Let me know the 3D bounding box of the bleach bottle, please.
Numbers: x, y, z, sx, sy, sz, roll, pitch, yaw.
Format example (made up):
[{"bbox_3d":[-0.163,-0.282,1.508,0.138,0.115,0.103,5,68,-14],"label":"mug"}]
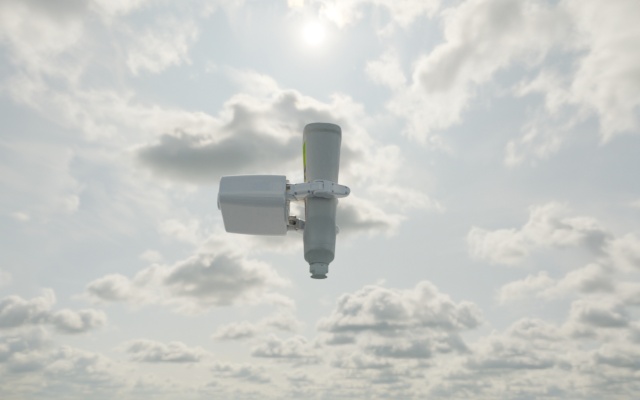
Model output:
[{"bbox_3d":[0.000,0.003,0.793,0.068,0.250,0.103,2,-24,-2],"label":"bleach bottle"}]
